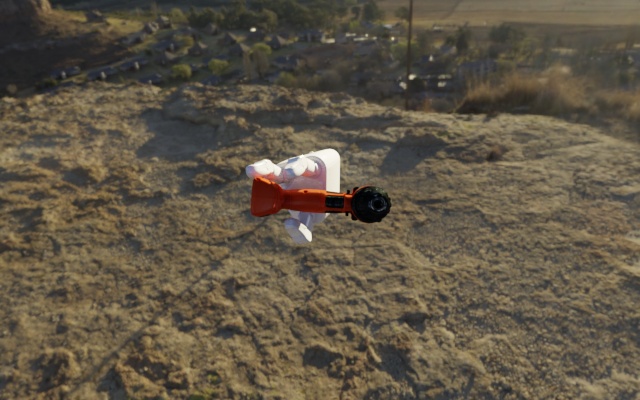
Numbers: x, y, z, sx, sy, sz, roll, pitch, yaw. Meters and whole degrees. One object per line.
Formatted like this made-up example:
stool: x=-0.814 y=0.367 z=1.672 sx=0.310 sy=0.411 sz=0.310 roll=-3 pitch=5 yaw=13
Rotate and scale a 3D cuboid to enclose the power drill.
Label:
power drill: x=0.000 y=0.002 z=0.670 sx=0.187 sy=0.057 sz=0.184 roll=5 pitch=-3 yaw=-1
